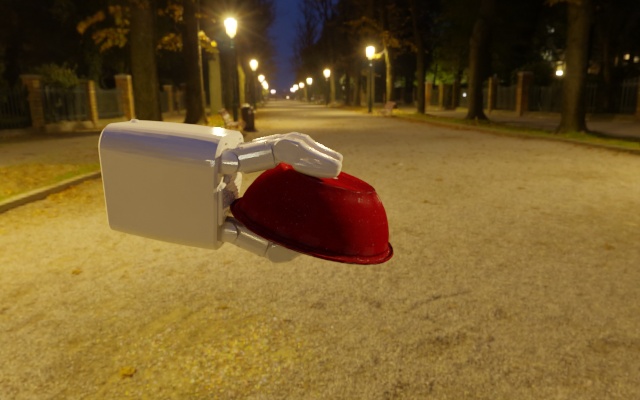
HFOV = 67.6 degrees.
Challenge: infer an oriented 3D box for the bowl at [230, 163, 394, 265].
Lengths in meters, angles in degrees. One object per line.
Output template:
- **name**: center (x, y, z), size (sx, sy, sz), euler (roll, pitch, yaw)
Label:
- **bowl**: center (0.001, 0.001, 0.452), size (0.162, 0.055, 0.162), euler (17, 13, -4)
